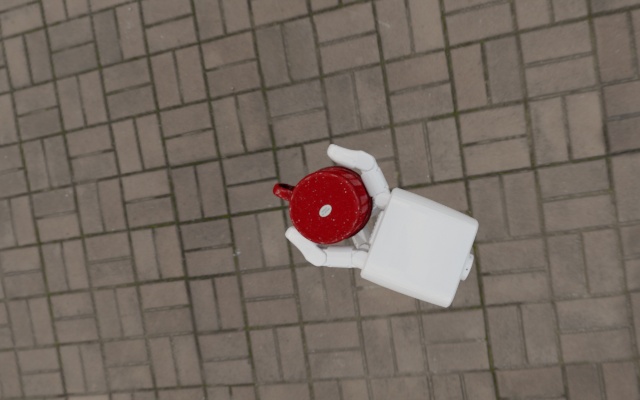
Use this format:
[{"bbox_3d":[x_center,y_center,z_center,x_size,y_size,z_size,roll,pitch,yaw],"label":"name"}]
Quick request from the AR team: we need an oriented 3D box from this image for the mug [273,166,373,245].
[{"bbox_3d":[-0.001,0.001,0.556,0.117,0.093,0.081,20,7,9],"label":"mug"}]
